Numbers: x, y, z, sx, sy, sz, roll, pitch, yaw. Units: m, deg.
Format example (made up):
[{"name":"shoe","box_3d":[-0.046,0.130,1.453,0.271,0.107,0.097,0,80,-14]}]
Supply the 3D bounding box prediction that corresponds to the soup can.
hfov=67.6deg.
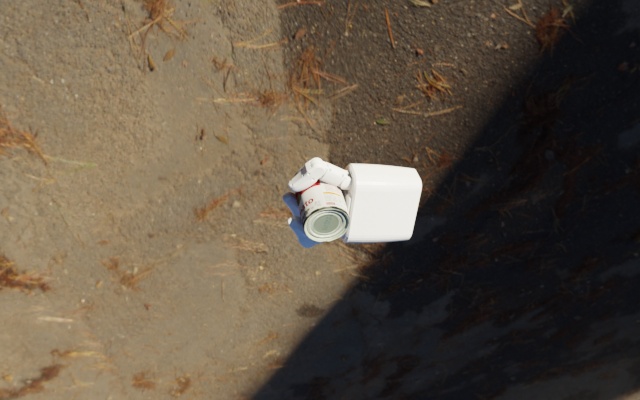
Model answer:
[{"name":"soup can","box_3d":[0.000,0.002,0.691,0.068,0.069,0.102,0,41,-14]}]
